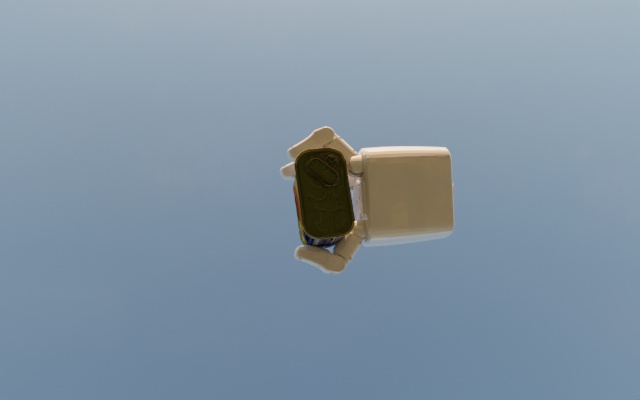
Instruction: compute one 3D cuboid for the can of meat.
[{"bbox_3d":[0.000,0.002,0.553,0.057,0.102,0.084,-6,-15,-8],"label":"can of meat"}]
